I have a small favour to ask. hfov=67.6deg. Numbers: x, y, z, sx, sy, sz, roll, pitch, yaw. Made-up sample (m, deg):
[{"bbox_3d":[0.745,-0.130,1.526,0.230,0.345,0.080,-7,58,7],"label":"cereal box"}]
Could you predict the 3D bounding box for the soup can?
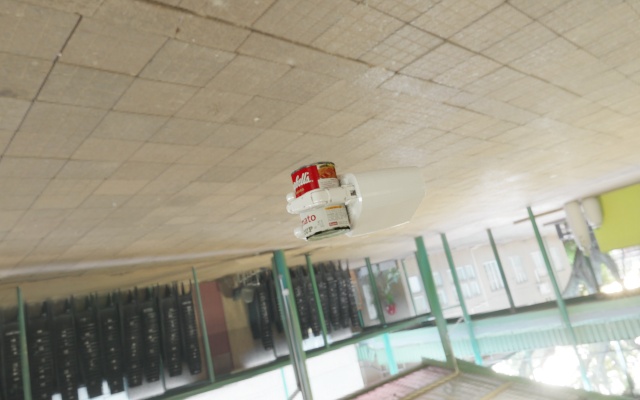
[{"bbox_3d":[0.000,0.003,0.698,0.068,0.102,0.068,-13,-13,-3],"label":"soup can"}]
